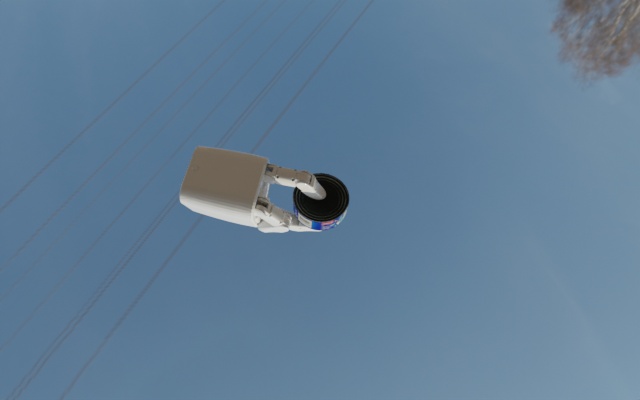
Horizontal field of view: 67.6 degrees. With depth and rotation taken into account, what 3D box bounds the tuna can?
[{"bbox_3d":[0.000,0.003,0.734,0.086,0.086,0.034,0,-30,-4],"label":"tuna can"}]
